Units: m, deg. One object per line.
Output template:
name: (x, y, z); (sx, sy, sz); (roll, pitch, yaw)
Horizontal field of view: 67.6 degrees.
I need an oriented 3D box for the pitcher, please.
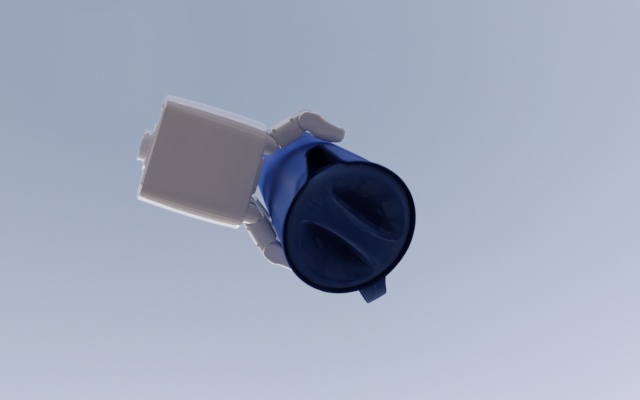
pitcher: (0.000, 0.002, 0.552); (0.145, 0.149, 0.242); (16, 13, -21)
